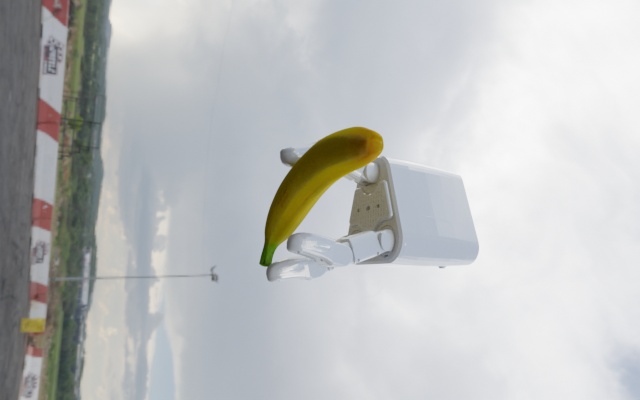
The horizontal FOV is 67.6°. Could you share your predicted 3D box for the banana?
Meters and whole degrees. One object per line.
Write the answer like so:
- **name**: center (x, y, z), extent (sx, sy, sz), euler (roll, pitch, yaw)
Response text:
- **banana**: center (-0.004, -0.012, 0.421), extent (0.037, 0.069, 0.198), euler (10, -38, -27)
